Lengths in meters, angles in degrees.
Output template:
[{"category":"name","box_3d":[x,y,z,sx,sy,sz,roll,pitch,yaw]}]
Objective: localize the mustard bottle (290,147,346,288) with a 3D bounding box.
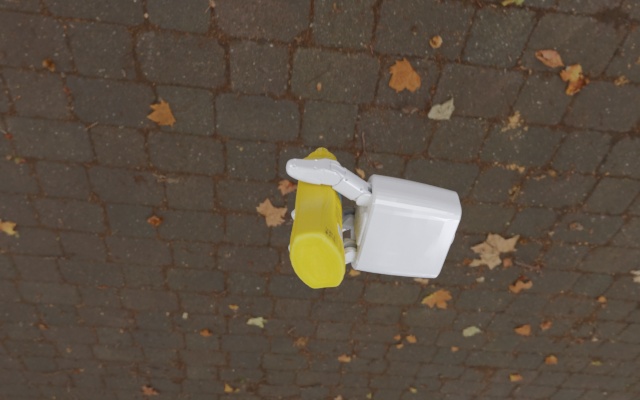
[{"category":"mustard bottle","box_3d":[0.000,0.002,0.574,0.058,0.191,0.096,-8,-46,10]}]
